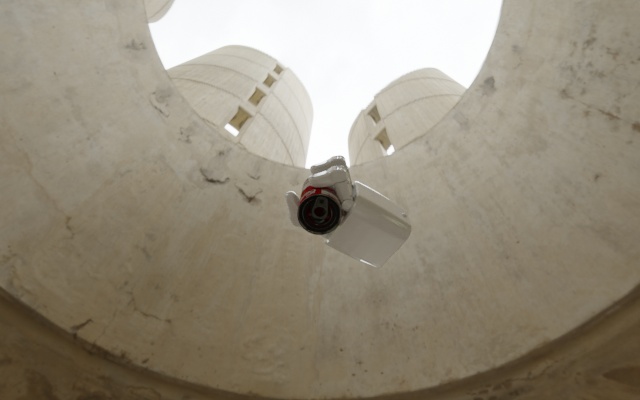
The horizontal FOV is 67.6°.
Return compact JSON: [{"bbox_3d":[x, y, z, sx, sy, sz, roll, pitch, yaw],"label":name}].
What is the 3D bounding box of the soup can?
[{"bbox_3d":[0.000,0.002,0.771,0.068,0.068,0.102,0,23,2],"label":"soup can"}]
